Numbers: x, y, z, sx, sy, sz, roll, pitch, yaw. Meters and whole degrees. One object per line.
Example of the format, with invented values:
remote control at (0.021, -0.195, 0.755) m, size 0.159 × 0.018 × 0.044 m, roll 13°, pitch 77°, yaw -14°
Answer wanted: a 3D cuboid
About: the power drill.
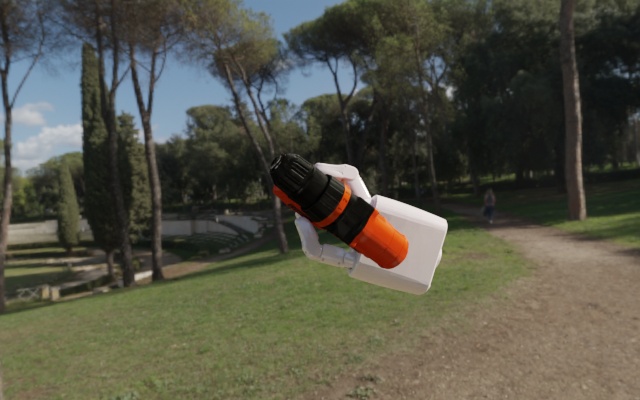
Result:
power drill at (0.000, 0.002, 0.576) m, size 0.184 × 0.057 × 0.187 m, roll 39°, pitch -3°, yaw -20°
